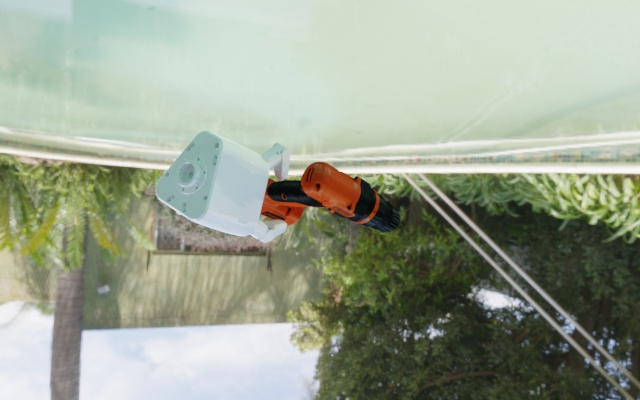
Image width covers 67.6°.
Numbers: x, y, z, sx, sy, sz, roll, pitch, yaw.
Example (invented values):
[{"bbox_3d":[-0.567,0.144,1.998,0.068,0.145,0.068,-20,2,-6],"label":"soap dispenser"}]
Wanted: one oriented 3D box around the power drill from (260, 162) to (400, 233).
[{"bbox_3d":[0.000,0.002,0.690,0.187,0.057,0.184,-4,-26,44],"label":"power drill"}]
